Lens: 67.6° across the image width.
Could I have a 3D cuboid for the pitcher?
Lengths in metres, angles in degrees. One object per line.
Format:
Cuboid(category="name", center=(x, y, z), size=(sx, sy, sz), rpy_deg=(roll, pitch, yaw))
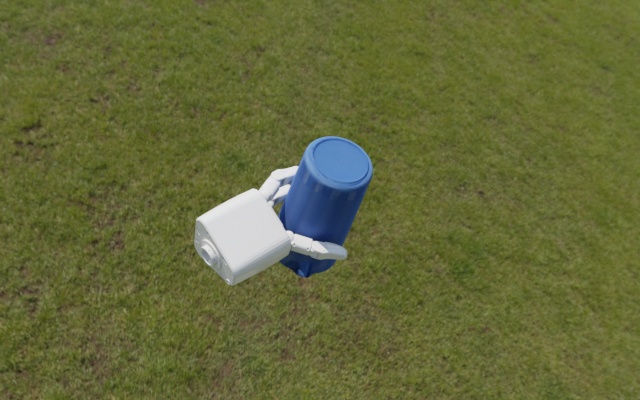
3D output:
Cuboid(category="pitcher", center=(0.000, 0.003, 0.805), size=(0.145, 0.149, 0.243), rpy_deg=(-27, -25, -33))
